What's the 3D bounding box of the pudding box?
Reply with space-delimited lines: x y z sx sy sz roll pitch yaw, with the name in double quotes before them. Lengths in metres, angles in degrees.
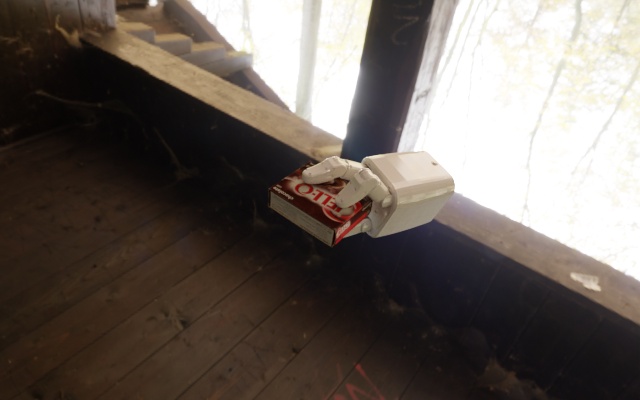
"pudding box" 0.000 0.002 0.638 0.113 0.039 0.090 29 43 24
